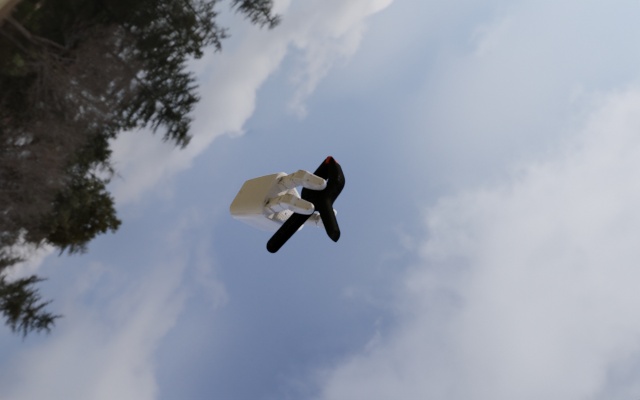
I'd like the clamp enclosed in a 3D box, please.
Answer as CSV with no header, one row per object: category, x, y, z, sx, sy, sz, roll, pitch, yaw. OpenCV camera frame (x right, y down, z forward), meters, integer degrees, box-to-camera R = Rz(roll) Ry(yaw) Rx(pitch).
clamp,0.001,0.003,0.852,0.164,0.210,0.036,-7,-43,45
